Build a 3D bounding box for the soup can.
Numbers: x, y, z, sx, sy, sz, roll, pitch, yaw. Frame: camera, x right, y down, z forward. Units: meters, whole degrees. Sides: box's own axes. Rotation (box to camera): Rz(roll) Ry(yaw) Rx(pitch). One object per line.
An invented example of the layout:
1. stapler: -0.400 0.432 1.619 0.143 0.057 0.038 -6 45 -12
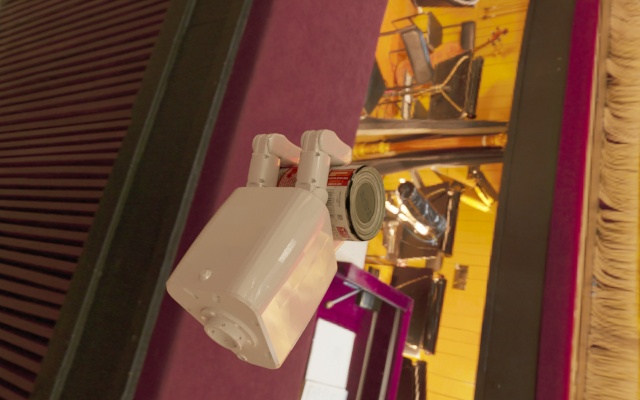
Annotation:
1. soup can: 0.001 0.001 0.439 0.102 0.068 0.068 1 1 35
